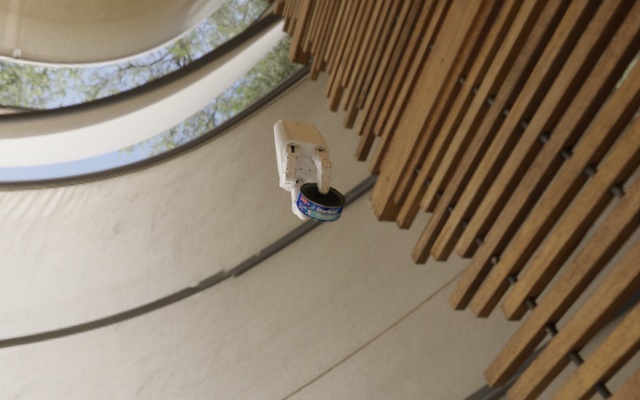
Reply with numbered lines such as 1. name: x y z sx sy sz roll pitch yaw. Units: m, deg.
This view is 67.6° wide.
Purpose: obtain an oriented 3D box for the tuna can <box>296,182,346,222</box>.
1. tuna can: 0.000 0.003 0.860 0.086 0.034 0.086 15 26 -7
